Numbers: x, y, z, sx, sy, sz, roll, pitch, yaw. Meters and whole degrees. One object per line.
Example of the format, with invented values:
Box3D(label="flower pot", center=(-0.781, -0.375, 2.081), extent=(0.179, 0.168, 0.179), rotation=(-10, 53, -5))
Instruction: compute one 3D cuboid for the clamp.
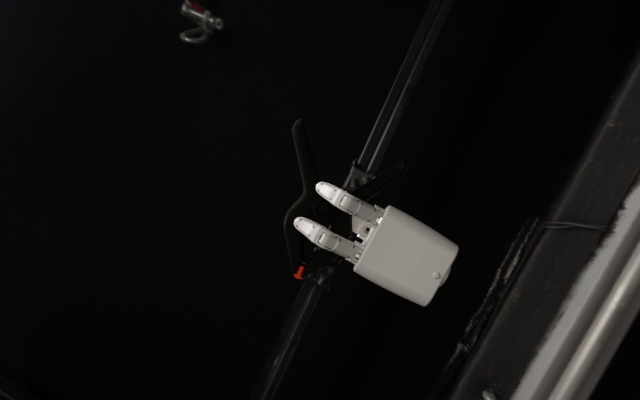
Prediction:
Box3D(label="clamp", center=(0.000, 0.003, 0.649), extent=(0.164, 0.210, 0.036), rotation=(29, 4, 6))
